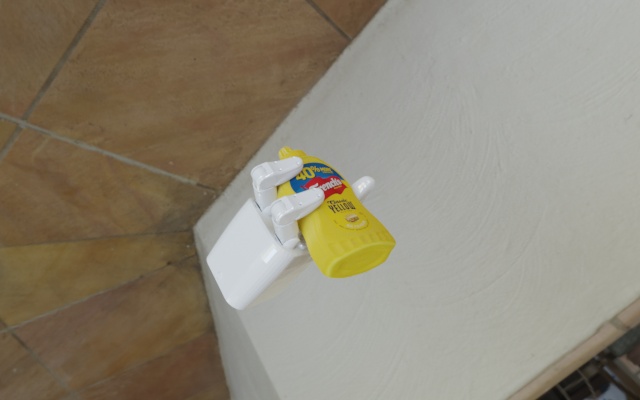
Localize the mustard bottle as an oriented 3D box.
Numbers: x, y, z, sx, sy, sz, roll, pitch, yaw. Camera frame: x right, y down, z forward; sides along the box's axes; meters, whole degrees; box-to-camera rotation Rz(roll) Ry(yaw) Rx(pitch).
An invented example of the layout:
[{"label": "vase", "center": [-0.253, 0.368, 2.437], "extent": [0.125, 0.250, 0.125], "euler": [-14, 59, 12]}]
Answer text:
[{"label": "mustard bottle", "center": [0.000, 0.002, 0.572], "extent": [0.096, 0.058, 0.191], "euler": [-11, 50, -34]}]
